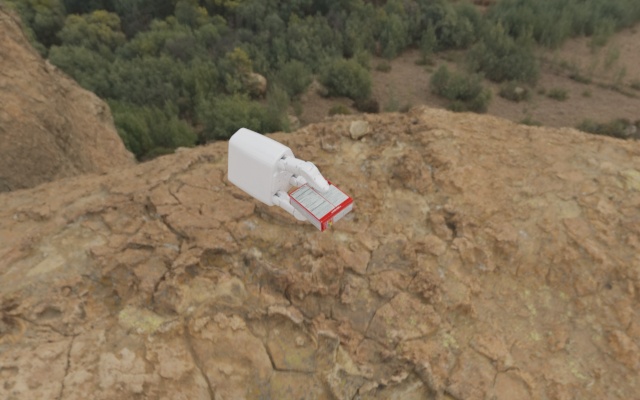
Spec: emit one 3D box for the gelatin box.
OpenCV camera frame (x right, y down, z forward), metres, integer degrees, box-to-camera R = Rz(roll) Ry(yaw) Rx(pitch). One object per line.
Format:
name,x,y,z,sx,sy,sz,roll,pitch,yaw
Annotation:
gelatin box,0.000,0.003,0.821,0.073,0.030,0.089,-35,55,-25
